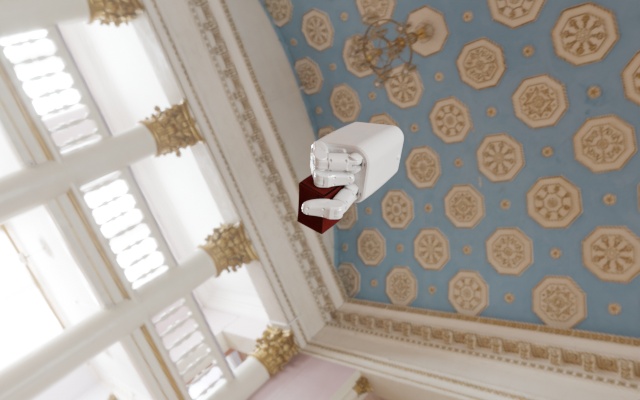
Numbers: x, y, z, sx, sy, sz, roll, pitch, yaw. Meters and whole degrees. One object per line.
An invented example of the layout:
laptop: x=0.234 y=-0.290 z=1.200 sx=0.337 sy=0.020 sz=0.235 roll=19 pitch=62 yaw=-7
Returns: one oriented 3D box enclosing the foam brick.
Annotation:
foam brick: x=0.000 y=0.003 z=0.749 sx=0.053 sy=0.078 sz=0.051 roll=28 pitch=43 yaw=27
